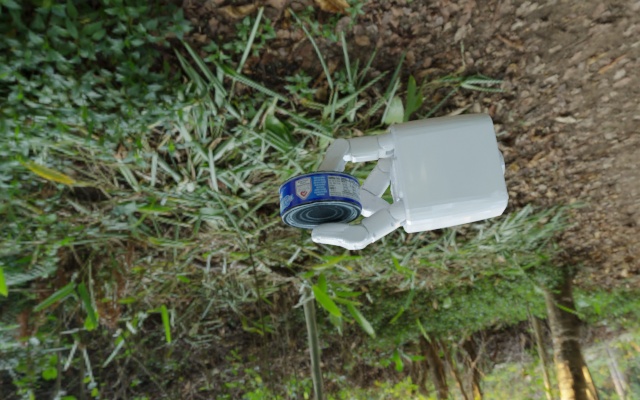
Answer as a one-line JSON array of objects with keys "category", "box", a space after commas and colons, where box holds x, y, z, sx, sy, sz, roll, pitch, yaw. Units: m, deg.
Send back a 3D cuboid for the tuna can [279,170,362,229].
[{"category": "tuna can", "box": [0.000, 0.002, 0.498, 0.086, 0.033, 0.086, -5, -21, -2]}]
